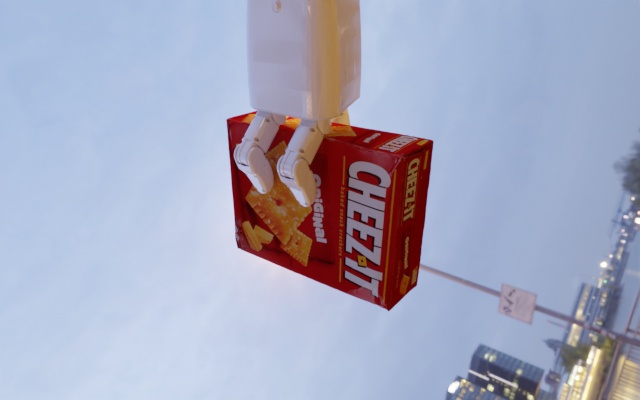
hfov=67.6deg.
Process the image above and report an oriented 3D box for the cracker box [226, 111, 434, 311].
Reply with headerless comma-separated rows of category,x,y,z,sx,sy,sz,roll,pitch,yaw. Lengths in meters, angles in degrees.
cracker box,0.000,0.002,0.510,0.213,0.164,0.072,17,29,32
